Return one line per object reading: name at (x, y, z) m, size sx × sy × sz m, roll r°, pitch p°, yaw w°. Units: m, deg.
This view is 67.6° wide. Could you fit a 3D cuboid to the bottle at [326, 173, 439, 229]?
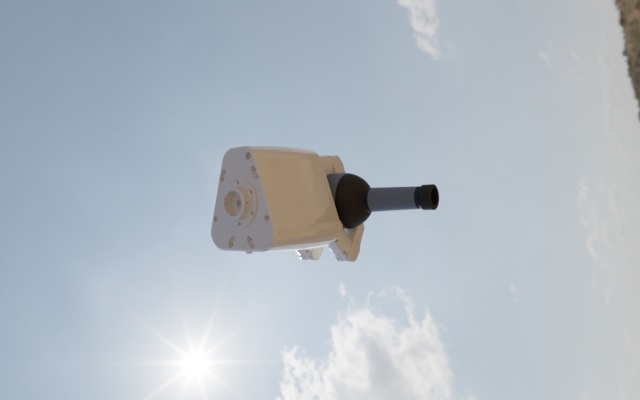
bottle at (0.000, 0.002, 0.585) m, size 0.296 × 0.069 × 0.069 m, roll -3°, pitch -2°, yaw 36°
